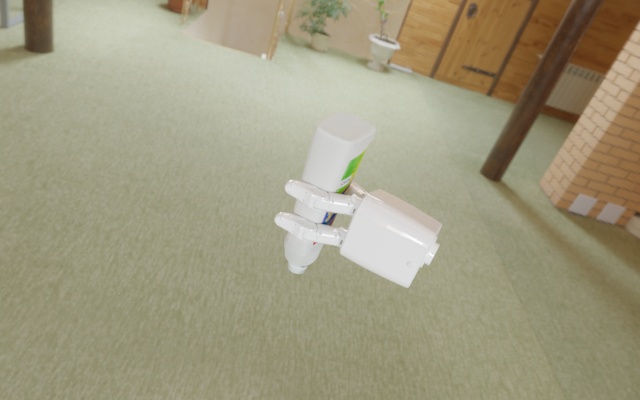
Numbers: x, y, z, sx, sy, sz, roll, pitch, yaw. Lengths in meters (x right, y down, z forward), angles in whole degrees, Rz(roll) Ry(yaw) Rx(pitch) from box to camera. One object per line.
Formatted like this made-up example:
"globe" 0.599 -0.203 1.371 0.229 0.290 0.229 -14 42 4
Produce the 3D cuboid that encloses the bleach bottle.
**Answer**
"bleach bottle" 0.000 0.002 0.699 0.068 0.251 0.102 28 33 15
